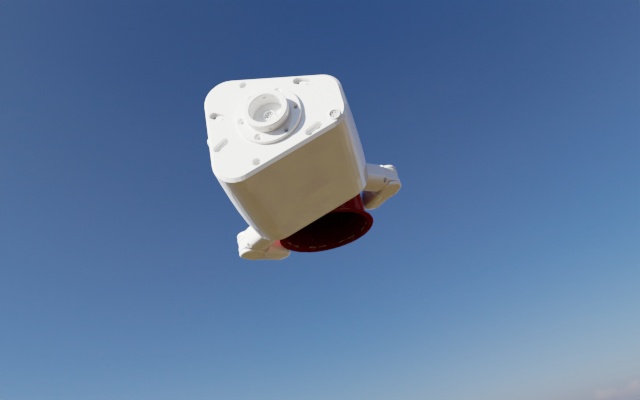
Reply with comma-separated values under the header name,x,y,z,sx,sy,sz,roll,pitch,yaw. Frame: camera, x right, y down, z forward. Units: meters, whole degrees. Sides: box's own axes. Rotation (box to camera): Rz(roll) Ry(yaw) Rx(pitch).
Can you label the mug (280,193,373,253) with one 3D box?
name,x,y,z,sx,sy,sz,roll,pitch,yaw
mug,0.000,0.002,0.493,0.093,0.081,0.117,-15,-27,4
